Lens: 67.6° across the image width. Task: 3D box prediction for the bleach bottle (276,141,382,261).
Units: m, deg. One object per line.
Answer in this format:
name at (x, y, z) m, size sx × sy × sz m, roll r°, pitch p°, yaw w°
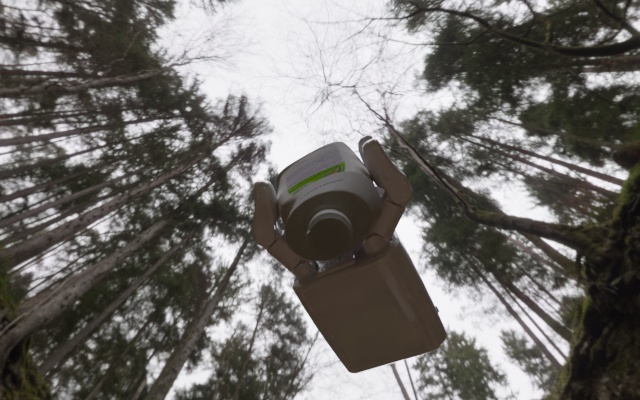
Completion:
bleach bottle at (0.000, 0.001, 0.434) m, size 0.102 × 0.068 × 0.250 m, roll -30°, pitch 11°, yaw 7°
